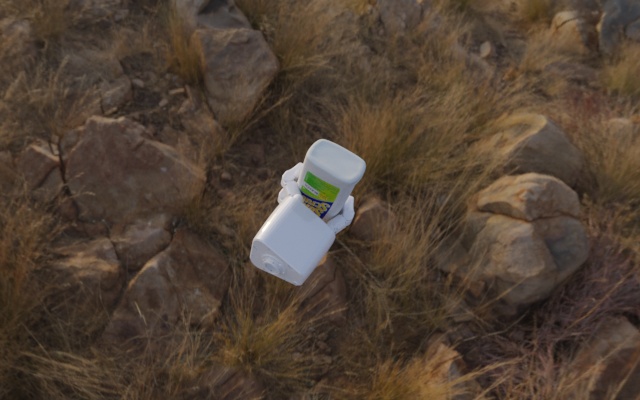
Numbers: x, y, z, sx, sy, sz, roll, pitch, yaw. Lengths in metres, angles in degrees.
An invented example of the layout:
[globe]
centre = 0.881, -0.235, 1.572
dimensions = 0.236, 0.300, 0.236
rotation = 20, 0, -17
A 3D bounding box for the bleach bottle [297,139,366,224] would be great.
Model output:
[bleach bottle]
centre = 0.000, 0.003, 0.882
dimensions = 0.102, 0.068, 0.251
rotation = 31, -36, 9
